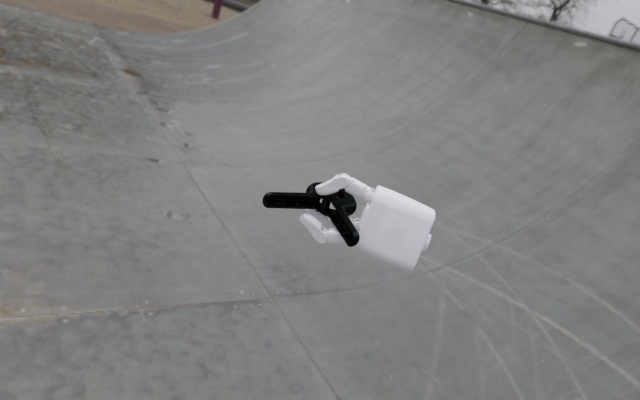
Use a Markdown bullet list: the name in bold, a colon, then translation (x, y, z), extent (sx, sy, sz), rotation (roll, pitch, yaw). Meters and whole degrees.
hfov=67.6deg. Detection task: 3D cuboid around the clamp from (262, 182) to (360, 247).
- **clamp**: translation (0.001, 0.002, 0.819), extent (0.164, 0.036, 0.210), rotation (23, 21, 3)
